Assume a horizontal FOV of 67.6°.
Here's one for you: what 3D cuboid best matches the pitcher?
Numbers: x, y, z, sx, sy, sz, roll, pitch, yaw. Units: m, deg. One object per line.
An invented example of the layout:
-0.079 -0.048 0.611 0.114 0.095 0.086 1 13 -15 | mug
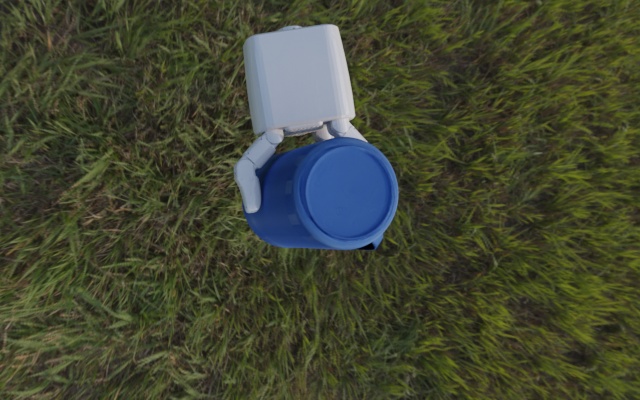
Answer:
0.000 0.002 0.560 0.149 0.145 0.243 -9 2 -18 | pitcher
